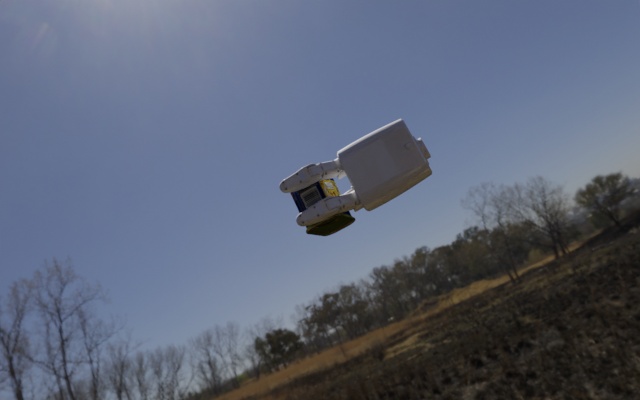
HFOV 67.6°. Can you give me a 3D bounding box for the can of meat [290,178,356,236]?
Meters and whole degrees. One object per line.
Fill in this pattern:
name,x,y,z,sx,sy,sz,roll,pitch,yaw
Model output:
can of meat,0.000,0.002,0.714,0.057,0.084,0.102,-30,-16,16
